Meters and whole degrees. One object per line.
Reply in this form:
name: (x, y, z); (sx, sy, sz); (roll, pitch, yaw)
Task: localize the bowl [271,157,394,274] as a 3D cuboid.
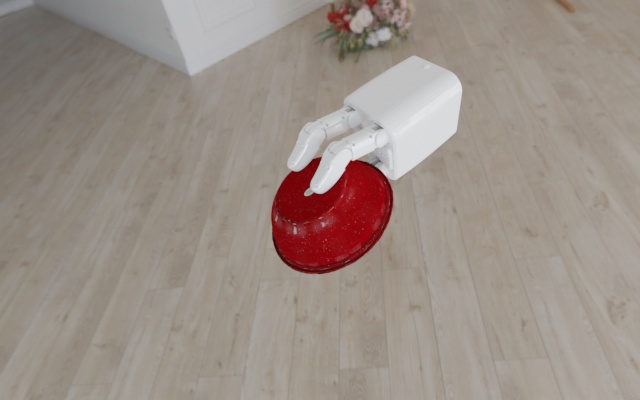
bowl: (-0.001, 0.003, 0.557); (0.162, 0.162, 0.055); (0, -33, 32)
